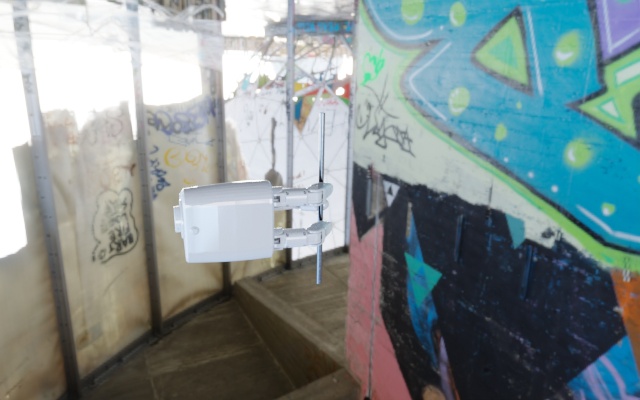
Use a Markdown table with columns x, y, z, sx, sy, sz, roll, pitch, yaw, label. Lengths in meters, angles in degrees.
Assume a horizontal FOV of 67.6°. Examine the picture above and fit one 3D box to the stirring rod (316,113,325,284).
| x | y | z | sx | sy | sz | roll | pitch | yaw | label |
| --- | --- | --- | --- | --- | --- | --- | --- | --- | --- |
| 0.000 | 0.002 | 0.651 | 0.011 | 0.239 | 0.011 | 1 | 16 | 0 | stirring rod |
